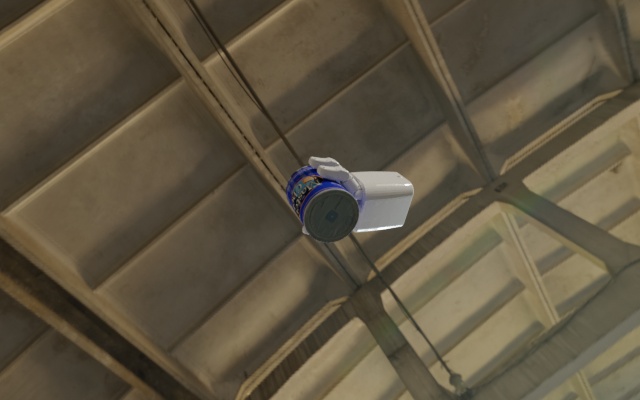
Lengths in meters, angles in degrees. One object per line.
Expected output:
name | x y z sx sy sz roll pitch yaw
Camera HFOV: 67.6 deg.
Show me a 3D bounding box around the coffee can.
coffee can | 0.000 0.003 0.896 0.103 0.103 0.140 0 22 -19
